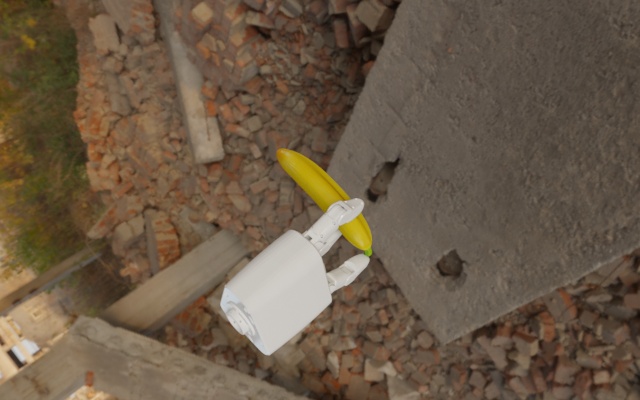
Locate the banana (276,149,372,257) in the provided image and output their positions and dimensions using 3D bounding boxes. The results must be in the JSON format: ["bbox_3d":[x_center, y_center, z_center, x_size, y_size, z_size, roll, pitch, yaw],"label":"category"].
[{"bbox_3d":[0.008,-0.001,0.646,0.037,0.198,0.070,-39,-2,-25],"label":"banana"}]
